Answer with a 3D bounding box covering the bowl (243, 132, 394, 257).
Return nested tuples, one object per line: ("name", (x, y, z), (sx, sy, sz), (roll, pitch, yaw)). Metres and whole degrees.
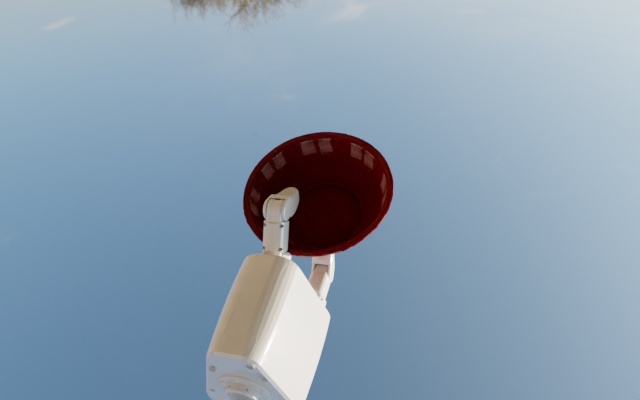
("bowl", (0.001, 0.001, 0.526), (0.162, 0.162, 0.055), (0, -34, 12))
